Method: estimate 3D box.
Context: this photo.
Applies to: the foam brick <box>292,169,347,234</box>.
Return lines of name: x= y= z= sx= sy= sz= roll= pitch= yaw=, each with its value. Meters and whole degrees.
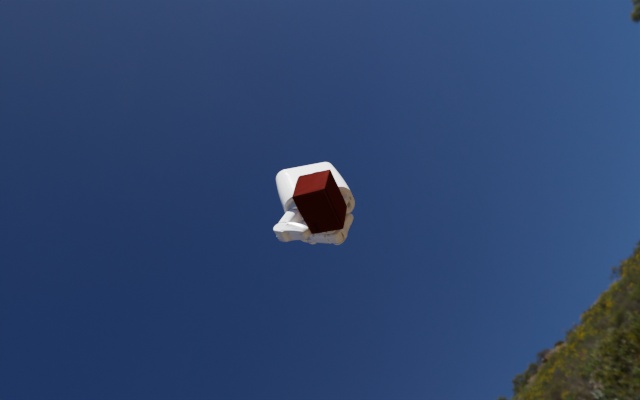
foam brick: x=0.000 y=0.002 z=0.700 sx=0.053 sy=0.078 sz=0.051 roll=-11 pitch=38 yaw=20
